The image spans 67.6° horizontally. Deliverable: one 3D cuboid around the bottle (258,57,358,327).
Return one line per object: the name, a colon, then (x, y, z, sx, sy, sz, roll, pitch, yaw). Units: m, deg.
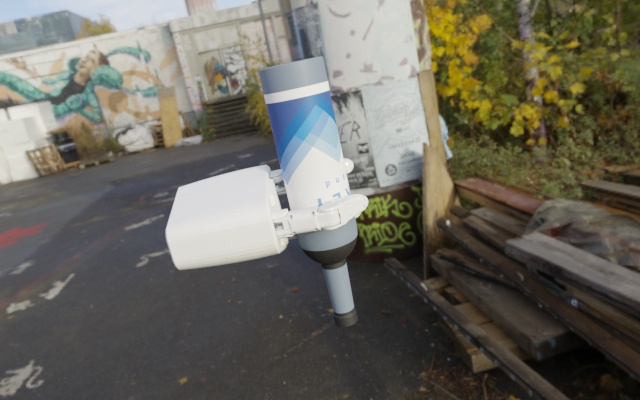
bottle: (0.000, 0.001, 0.516, 0.069, 0.296, 0.069, -11, 15, 3)
